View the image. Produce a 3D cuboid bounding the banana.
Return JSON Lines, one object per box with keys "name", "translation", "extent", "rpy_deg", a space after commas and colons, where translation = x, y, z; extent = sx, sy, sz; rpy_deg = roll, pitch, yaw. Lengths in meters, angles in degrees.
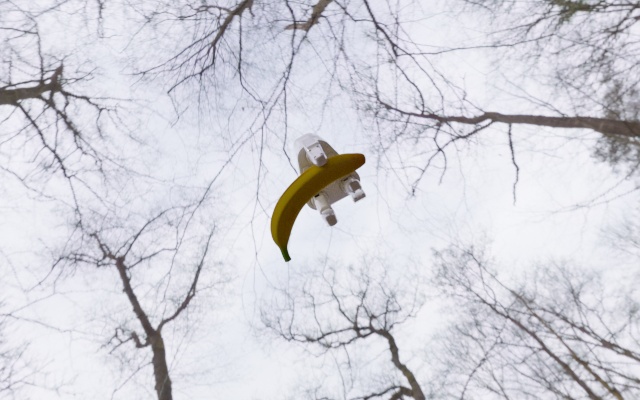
{"name": "banana", "translation": [-0.017, -0.006, 0.708], "extent": [0.069, 0.198, 0.037], "rpy_deg": [36, 5, -14]}
